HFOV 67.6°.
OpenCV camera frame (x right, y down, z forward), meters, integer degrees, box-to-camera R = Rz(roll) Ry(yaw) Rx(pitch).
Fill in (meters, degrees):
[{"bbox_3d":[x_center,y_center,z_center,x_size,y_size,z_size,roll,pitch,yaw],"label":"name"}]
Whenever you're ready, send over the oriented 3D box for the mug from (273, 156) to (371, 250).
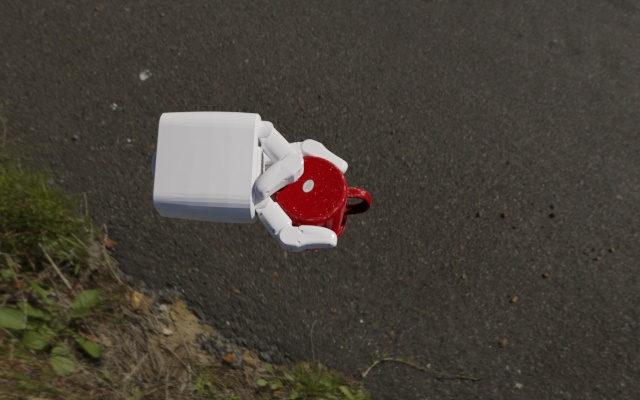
[{"bbox_3d":[0.002,0.002,0.549,0.117,0.093,0.081,2,-23,-1],"label":"mug"}]
